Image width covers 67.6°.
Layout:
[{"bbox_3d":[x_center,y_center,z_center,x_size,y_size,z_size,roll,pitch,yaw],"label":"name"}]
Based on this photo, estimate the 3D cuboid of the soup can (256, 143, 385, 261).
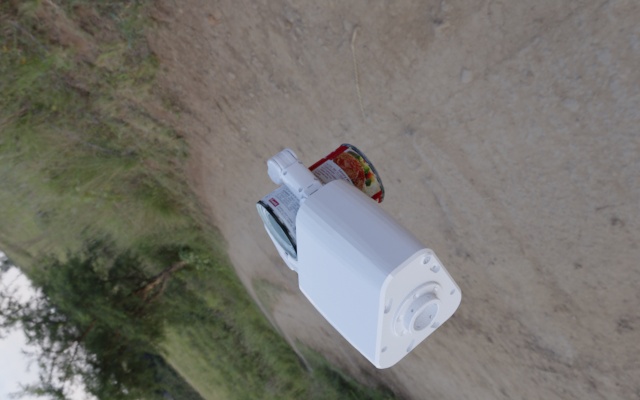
[{"bbox_3d":[0.000,0.001,0.449,0.102,0.068,0.068,-35,10,-15],"label":"soup can"}]
